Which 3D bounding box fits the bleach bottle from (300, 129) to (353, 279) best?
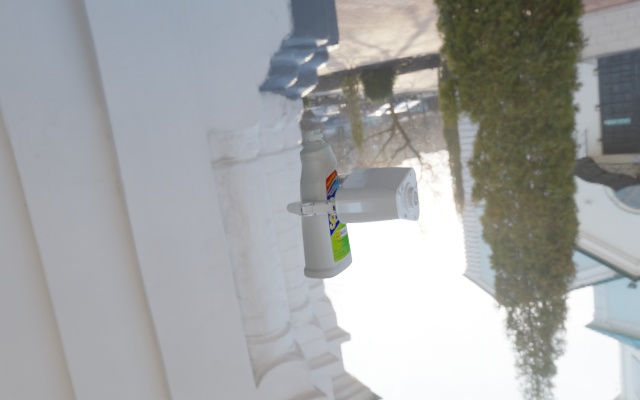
[{"bbox_3d":[0.000,0.003,0.838,0.068,0.251,0.102,-2,11,30],"label":"bleach bottle"}]
